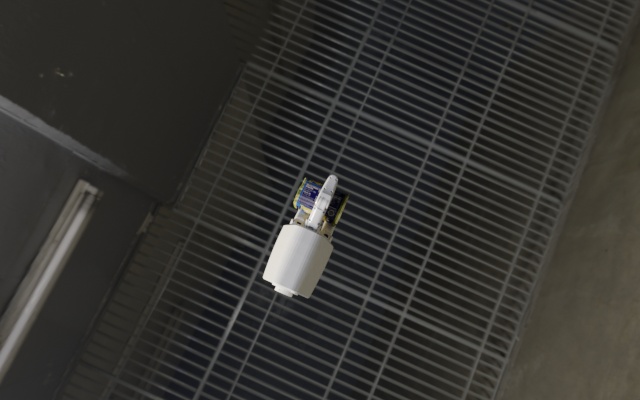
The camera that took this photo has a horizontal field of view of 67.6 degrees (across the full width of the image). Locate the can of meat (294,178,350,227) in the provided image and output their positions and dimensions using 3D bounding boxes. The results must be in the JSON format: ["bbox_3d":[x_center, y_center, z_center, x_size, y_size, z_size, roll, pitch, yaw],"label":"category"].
[{"bbox_3d":[0.000,0.003,0.857,0.084,0.057,0.102,23,-7,1],"label":"can of meat"}]
